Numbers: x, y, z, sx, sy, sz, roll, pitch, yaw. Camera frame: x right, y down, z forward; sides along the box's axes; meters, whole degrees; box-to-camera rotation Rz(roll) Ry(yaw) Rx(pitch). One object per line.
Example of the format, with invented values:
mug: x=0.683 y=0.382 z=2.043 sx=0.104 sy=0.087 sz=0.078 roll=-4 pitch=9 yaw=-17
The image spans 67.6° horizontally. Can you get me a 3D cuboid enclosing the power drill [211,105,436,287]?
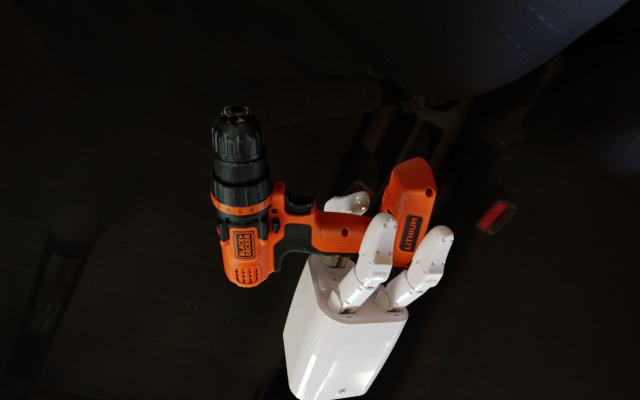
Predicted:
power drill: x=0.001 y=0.002 z=0.421 sx=0.187 sy=0.185 sz=0.057 roll=0 pitch=41 yaw=-5
